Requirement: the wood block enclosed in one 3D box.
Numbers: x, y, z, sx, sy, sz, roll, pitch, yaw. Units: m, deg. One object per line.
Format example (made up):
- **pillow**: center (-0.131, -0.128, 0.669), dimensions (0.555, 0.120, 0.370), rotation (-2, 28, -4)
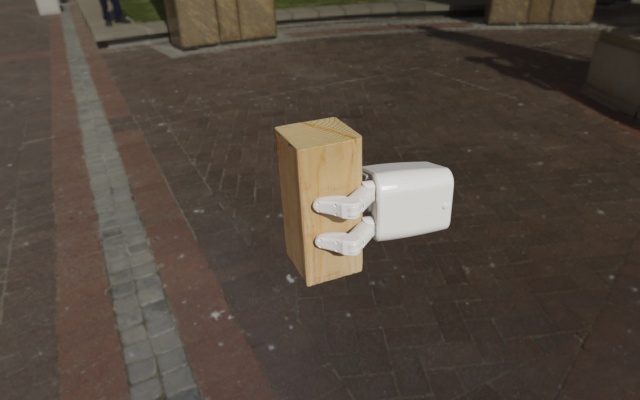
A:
- **wood block**: center (0.000, 0.002, 0.661), dimensions (0.090, 0.206, 0.090), rotation (-13, 30, -18)
